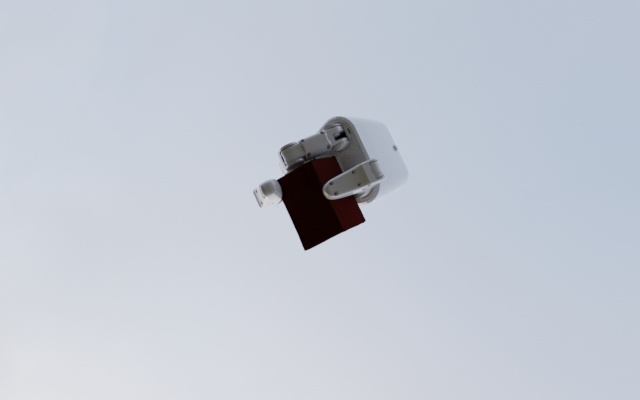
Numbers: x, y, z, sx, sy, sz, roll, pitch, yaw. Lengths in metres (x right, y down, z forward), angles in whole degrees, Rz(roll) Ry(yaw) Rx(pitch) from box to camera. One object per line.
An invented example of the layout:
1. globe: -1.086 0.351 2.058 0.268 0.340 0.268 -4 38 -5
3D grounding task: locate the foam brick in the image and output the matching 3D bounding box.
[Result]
1. foam brick: 0.000 0.002 0.482 0.053 0.078 0.051 -27 -6 31
